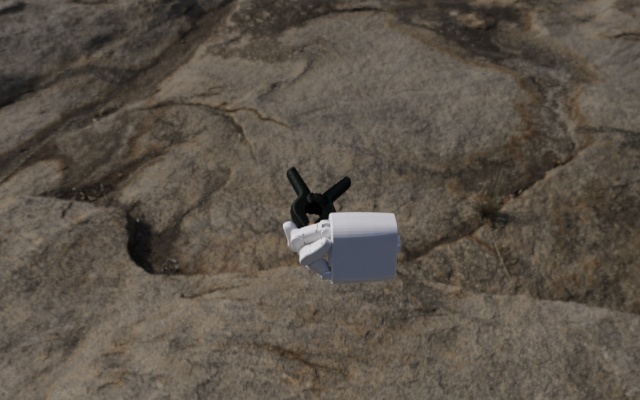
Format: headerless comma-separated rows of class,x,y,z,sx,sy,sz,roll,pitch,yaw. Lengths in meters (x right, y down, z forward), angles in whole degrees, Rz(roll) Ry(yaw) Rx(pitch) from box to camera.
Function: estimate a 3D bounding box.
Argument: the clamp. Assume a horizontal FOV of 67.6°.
clamp,0.000,0.002,0.840,0.120,0.171,0.039,0,-45,-4
